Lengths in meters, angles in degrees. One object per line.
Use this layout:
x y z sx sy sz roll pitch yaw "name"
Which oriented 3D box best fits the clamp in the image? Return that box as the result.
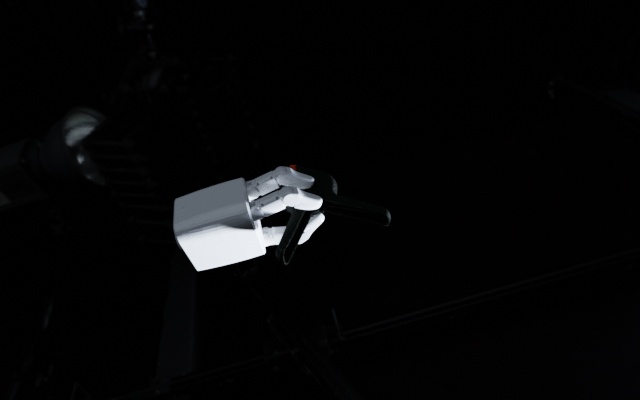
0.000 0.003 0.711 0.164 0.036 0.209 -15 35 -5 "clamp"
